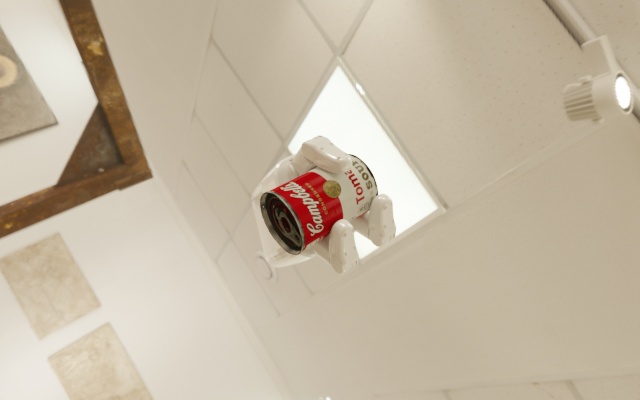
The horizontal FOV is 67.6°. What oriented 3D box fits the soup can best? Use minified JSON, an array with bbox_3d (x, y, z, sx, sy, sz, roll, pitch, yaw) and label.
[{"bbox_3d":[0.000,0.001,0.482,0.102,0.068,0.068,-29,15,-29],"label":"soup can"}]
